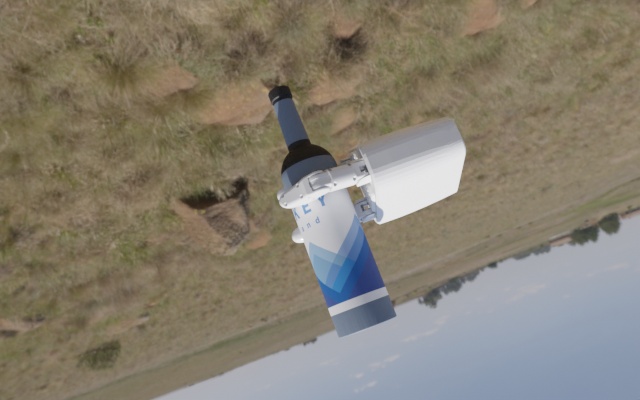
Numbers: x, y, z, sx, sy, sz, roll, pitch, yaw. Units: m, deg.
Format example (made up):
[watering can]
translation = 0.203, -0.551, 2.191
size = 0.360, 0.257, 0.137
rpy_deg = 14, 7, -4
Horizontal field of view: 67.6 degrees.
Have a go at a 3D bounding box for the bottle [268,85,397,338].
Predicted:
[bottle]
translation = 0.000, 0.002, 0.544
size = 0.069, 0.295, 0.069
rpy_deg = -20, -13, -5
